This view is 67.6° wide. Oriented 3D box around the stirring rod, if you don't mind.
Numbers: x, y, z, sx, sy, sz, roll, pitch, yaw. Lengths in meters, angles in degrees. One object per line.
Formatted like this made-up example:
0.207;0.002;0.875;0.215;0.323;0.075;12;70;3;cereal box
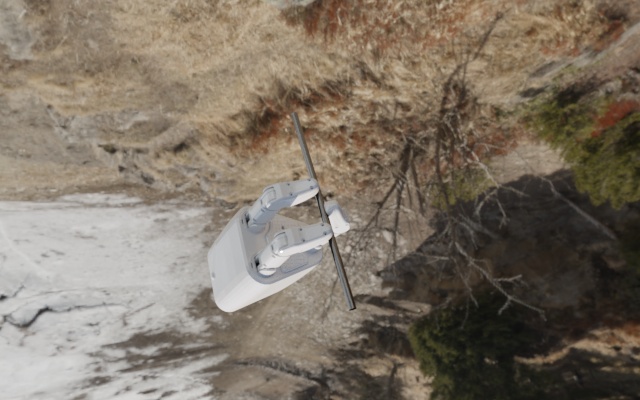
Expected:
0.000;0.002;0.515;0.011;0.239;0.011;-14;-26;-7;stirring rod
